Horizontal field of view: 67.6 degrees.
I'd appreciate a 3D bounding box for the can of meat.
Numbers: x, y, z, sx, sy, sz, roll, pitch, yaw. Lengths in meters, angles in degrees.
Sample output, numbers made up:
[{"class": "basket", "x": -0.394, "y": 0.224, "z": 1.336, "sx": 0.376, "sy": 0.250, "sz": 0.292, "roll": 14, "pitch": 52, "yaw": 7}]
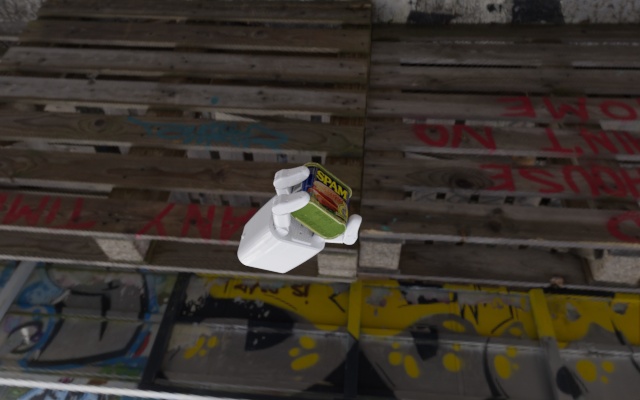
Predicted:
[{"class": "can of meat", "x": 0.000, "y": 0.003, "z": 0.768, "sx": 0.102, "sy": 0.083, "sz": 0.057, "roll": 36, "pitch": -50, "yaw": -27}]
